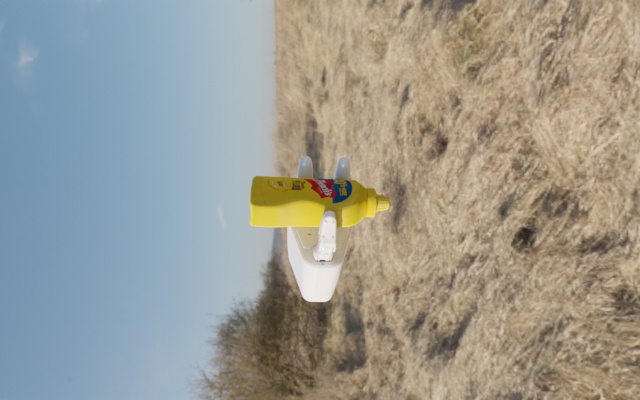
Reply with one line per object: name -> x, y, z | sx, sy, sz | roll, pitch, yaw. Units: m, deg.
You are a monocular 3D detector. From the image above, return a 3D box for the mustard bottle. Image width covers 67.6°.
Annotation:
mustard bottle -> 0.000, 0.002, 0.662 | 0.191, 0.058, 0.096 | 2, 24, -5
